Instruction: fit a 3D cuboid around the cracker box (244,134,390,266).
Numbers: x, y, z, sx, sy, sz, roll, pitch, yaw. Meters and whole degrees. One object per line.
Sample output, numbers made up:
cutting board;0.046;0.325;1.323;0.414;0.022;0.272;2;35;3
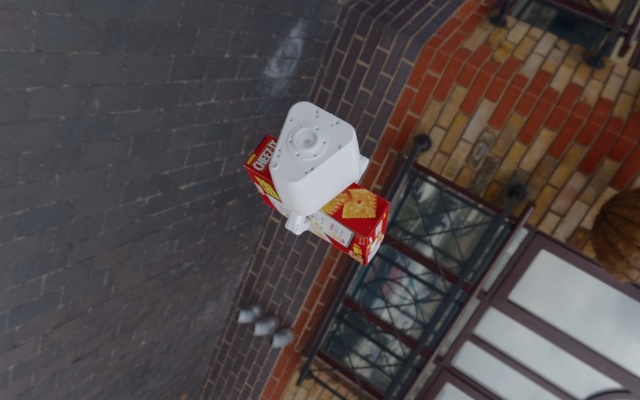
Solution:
cracker box;0.000;0.003;0.748;0.213;0.072;0.164;31;-15;16
